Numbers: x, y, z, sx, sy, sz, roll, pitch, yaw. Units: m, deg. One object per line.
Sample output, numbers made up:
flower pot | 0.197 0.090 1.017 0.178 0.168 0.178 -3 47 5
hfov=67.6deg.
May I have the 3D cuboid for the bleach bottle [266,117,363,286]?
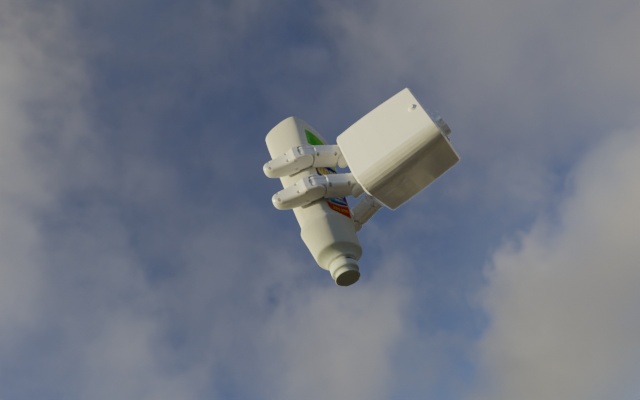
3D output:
bleach bottle | 0.000 0.002 0.598 0.068 0.250 0.103 -36 -45 15
